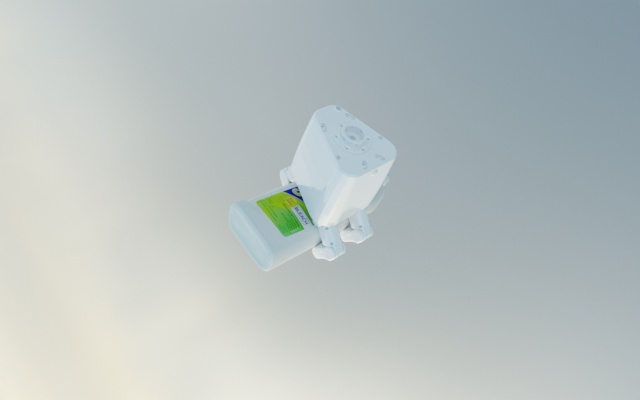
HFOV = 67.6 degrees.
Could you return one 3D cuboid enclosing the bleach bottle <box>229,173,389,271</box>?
[{"bbox_3d":[0.000,0.002,0.692,0.250,0.102,0.068,-28,-21,-33],"label":"bleach bottle"}]
